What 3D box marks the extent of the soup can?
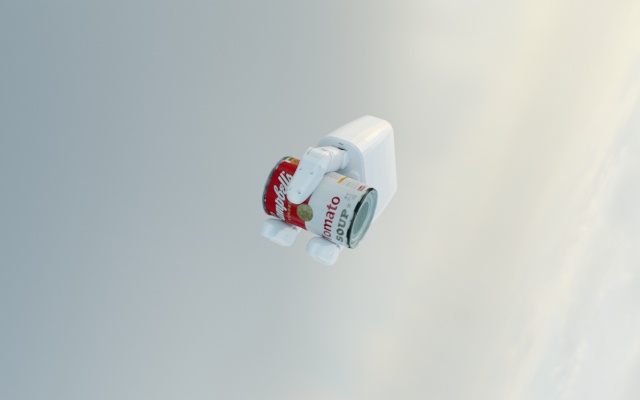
[{"bbox_3d":[0.000,0.002,0.497,0.102,0.068,0.068,22,8,20],"label":"soup can"}]
